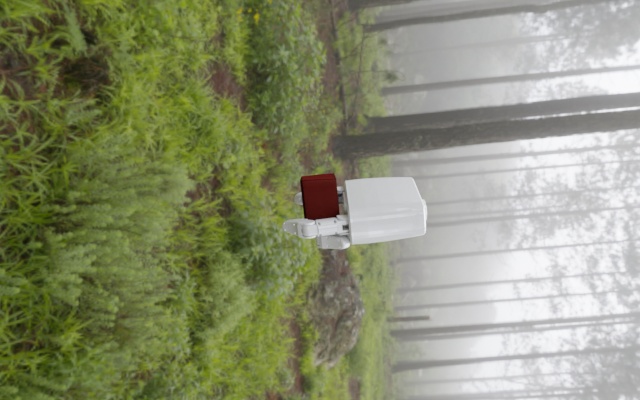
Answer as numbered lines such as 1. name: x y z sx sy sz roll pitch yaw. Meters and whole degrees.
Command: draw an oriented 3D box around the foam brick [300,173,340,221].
1. foam brick: 0.000 0.002 0.697 0.051 0.078 0.053 -6 12 1
